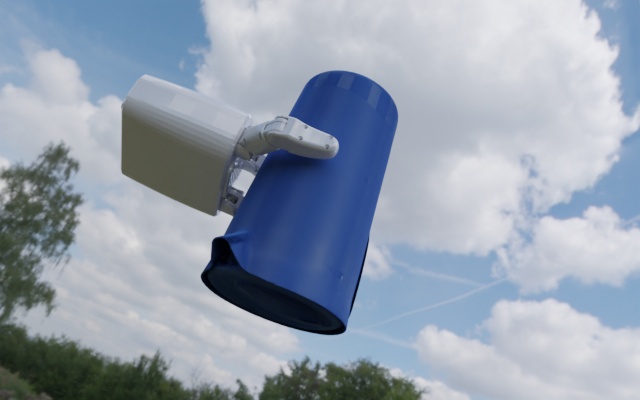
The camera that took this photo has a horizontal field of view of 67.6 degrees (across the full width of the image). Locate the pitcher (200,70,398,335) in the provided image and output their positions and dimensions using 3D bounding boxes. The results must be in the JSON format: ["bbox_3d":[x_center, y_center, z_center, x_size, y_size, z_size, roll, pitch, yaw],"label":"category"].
[{"bbox_3d":[0.000,0.001,0.469,0.145,0.242,0.149,22,-27,-1],"label":"pitcher"}]
